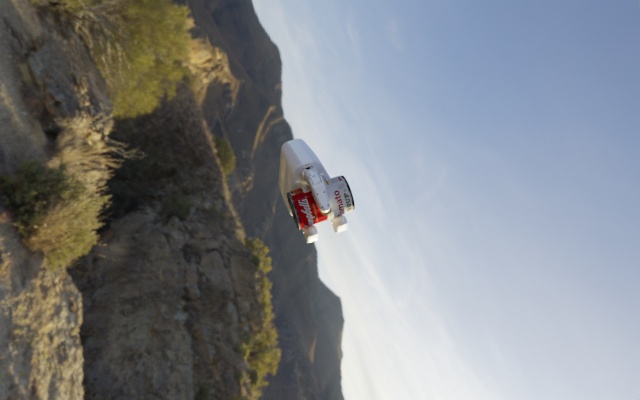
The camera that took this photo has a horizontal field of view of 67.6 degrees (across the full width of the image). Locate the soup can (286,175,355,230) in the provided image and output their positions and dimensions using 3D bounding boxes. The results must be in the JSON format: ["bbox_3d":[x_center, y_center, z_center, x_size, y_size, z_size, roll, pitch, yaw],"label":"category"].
[{"bbox_3d":[0.001,0.003,0.823,0.102,0.068,0.068,-18,3,-9],"label":"soup can"}]
